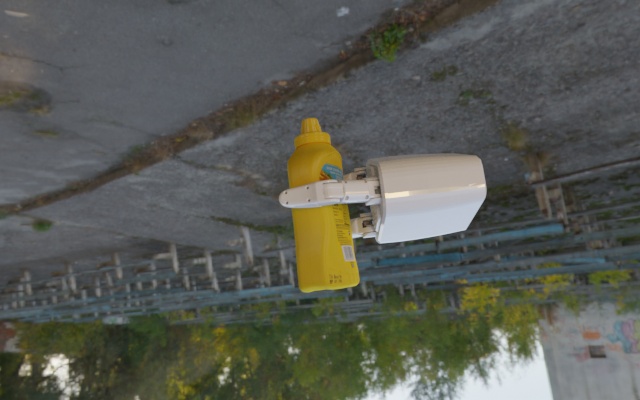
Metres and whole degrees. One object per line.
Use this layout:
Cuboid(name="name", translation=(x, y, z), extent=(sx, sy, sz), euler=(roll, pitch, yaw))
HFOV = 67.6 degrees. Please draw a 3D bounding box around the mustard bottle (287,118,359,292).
Cuboid(name="mustard bottle", translation=(0.000, 0.002, 0.529), extent=(0.058, 0.191, 0.096), euler=(-11, -10, 23))
